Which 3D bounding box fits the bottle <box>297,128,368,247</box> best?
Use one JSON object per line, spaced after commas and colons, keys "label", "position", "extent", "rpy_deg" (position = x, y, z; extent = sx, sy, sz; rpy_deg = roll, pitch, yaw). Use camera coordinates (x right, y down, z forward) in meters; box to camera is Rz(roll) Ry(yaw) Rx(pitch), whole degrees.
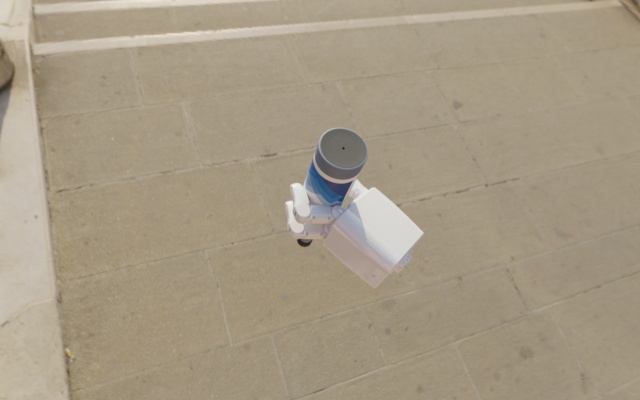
{"label": "bottle", "position": [0.000, 0.002, 0.740], "extent": [0.069, 0.069, 0.296], "rpy_deg": [0, -28, -13]}
